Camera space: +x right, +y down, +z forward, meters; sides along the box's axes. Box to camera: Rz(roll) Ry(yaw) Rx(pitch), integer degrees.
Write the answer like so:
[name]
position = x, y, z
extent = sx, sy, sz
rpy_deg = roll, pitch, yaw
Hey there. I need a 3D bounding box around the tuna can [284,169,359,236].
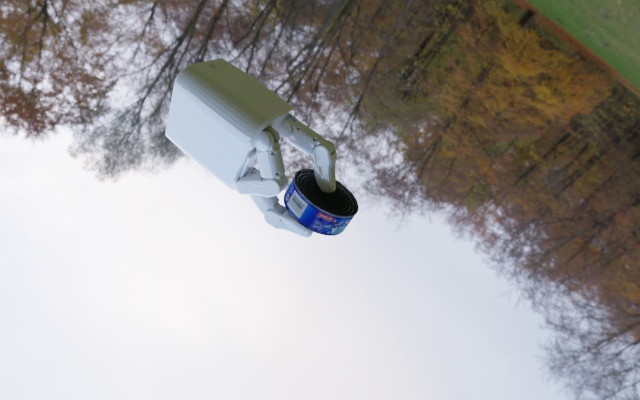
[tuna can]
position = 0.000, 0.002, 0.566
extent = 0.086, 0.034, 0.086
rpy_deg = 24, 29, -14
